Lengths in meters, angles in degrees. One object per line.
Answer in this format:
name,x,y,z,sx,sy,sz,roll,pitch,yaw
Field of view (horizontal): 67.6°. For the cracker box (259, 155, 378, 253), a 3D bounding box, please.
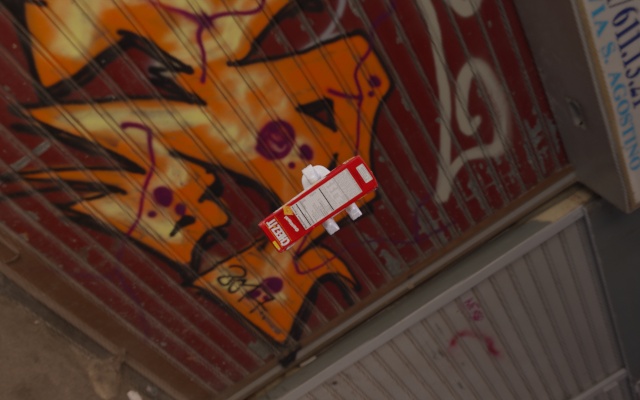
cracker box,0.000,0.003,0.895,0.214,0.072,0.164,-35,2,4
